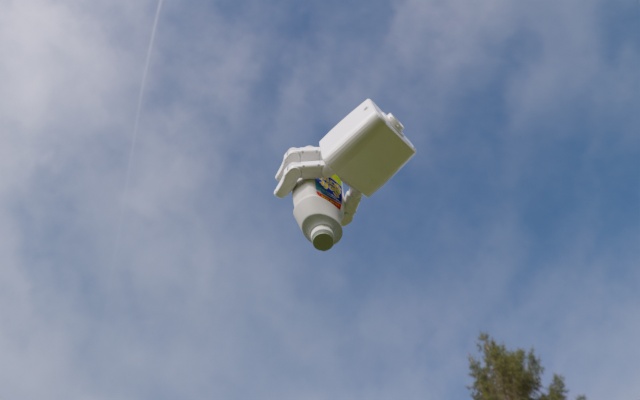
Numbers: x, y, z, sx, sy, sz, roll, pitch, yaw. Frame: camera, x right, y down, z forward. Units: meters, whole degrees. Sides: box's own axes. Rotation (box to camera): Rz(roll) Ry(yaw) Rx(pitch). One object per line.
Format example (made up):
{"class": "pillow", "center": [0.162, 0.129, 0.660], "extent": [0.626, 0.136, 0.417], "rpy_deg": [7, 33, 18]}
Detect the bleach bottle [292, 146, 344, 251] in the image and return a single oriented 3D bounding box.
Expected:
{"class": "bleach bottle", "center": [0.000, 0.002, 0.745], "extent": [0.102, 0.068, 0.250], "rpy_deg": [42, 17, -23]}
